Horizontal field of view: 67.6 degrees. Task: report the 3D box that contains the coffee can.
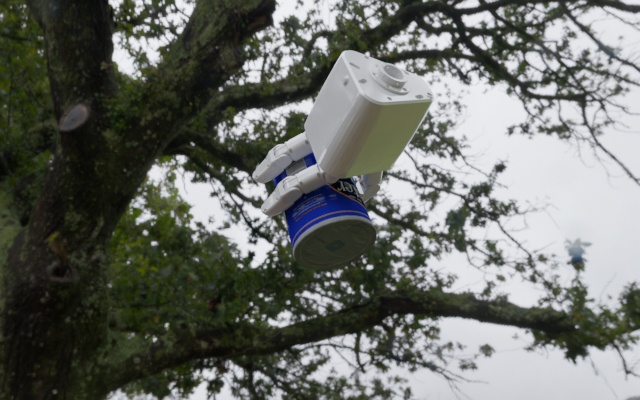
[{"bbox_3d":[0.000,0.002,0.605,0.103,0.140,0.103,-12,-37,-9],"label":"coffee can"}]
